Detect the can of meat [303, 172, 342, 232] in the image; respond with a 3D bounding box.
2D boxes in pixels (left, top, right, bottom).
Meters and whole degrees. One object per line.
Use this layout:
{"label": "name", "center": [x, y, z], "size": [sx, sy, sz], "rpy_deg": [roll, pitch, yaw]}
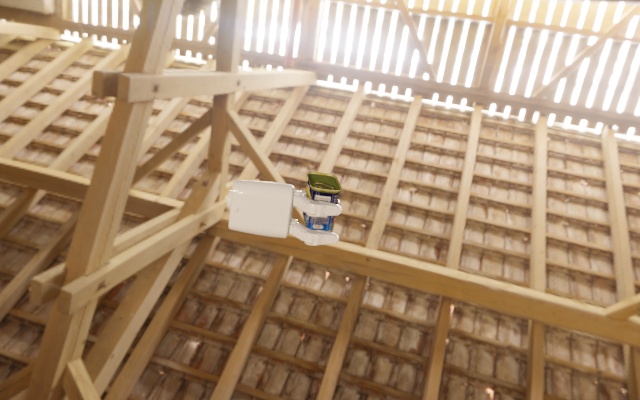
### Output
{"label": "can of meat", "center": [0.000, 0.003, 0.875], "size": [0.057, 0.084, 0.102], "rpy_deg": [6, 19, -9]}
